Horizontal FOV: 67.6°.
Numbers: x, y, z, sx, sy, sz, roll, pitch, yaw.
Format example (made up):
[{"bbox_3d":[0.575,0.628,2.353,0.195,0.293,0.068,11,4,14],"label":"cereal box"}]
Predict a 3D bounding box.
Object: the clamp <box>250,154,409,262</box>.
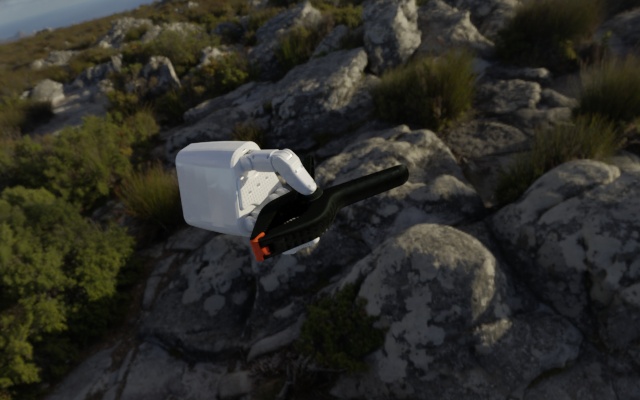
[{"bbox_3d":[-0.001,0.001,0.571,0.164,0.036,0.210,5,34,33],"label":"clamp"}]
